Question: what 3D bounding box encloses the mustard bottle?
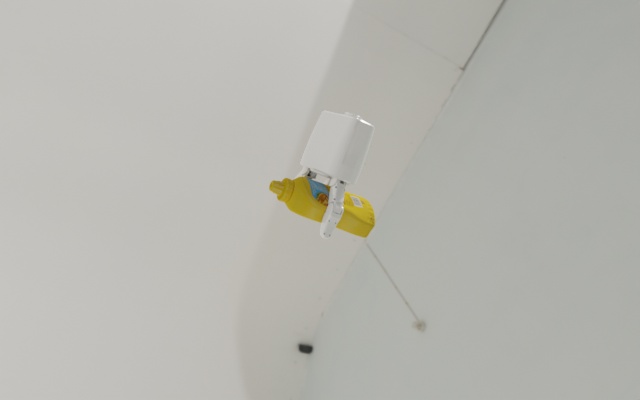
[{"bbox_3d":[0.000,0.003,0.835,0.192,0.058,0.096,20,28,-25],"label":"mustard bottle"}]
